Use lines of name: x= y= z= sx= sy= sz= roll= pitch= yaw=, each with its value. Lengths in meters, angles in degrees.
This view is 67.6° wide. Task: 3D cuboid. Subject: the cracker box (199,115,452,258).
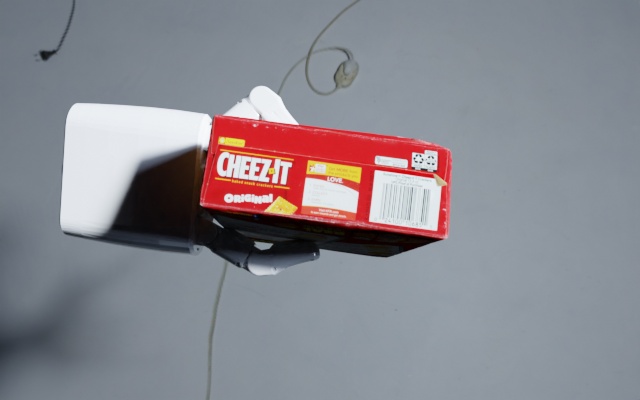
cracker box: x=0.000 y=0.001 z=0.412 sx=0.164 sy=0.072 sz=0.214 roll=7 pitch=-10 yaw=-2
